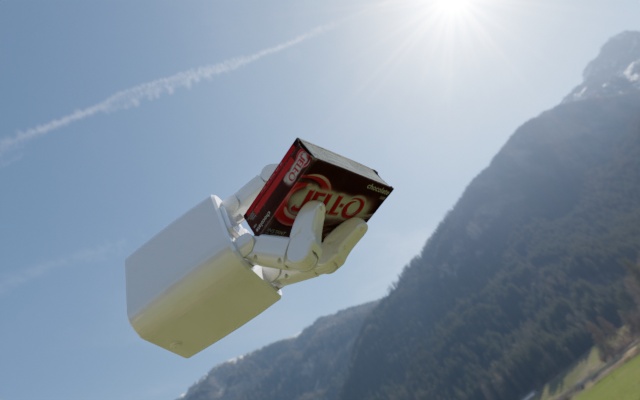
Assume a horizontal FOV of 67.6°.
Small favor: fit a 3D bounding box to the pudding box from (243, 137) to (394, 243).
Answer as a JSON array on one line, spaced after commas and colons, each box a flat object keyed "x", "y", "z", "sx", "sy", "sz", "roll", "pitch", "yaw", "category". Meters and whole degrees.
[{"x": 0.000, "y": 0.001, "z": 0.435, "sx": 0.113, "sy": 0.090, "sz": 0.039, "roll": 14, "pitch": 30, "yaw": -46, "category": "pudding box"}]
